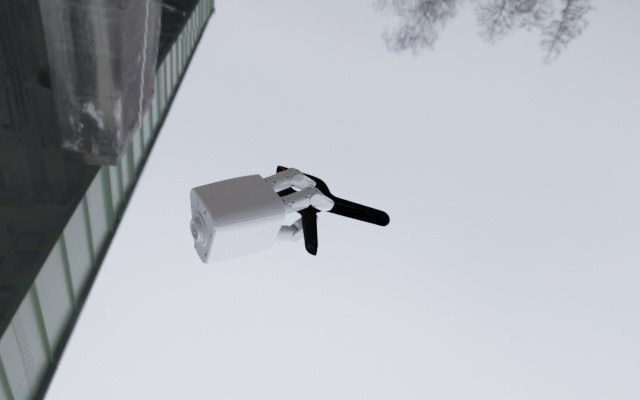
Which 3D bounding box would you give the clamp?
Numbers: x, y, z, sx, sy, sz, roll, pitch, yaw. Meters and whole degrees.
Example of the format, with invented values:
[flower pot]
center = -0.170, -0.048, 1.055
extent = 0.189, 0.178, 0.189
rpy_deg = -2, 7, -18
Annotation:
[clamp]
center = -0.001, 0.003, 0.780
extent = 0.164, 0.036, 0.210
rpy_deg = -12, 40, -32
